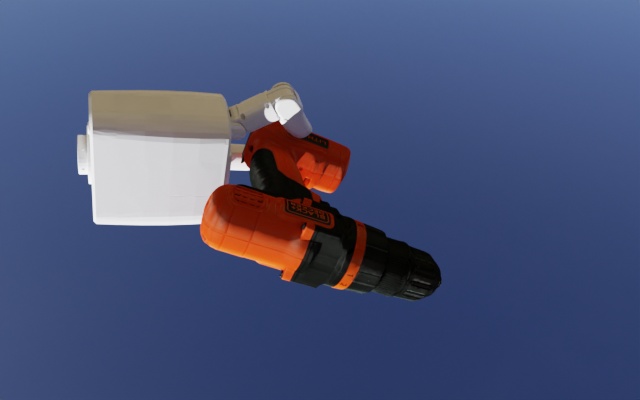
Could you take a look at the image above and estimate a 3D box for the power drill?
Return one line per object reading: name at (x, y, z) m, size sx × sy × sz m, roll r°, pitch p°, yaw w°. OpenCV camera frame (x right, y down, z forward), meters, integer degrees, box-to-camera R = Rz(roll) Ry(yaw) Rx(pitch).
power drill at (0.000, 0.001, 0.405) m, size 0.184 × 0.057 × 0.187 m, roll 20°, pitch 24°, yaw -16°
